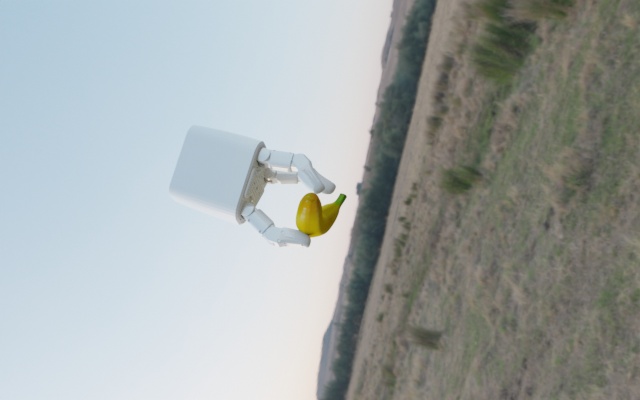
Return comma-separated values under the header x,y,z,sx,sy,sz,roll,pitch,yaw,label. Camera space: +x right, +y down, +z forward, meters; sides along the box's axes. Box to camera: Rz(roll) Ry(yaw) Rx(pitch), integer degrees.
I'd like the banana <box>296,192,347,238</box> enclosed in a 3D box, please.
x,y,z,sx,sy,sz,roll,pitch,yaw,label
-0.005,0.020,0.659,0.037,0.069,0.198,20,6,11,banana
